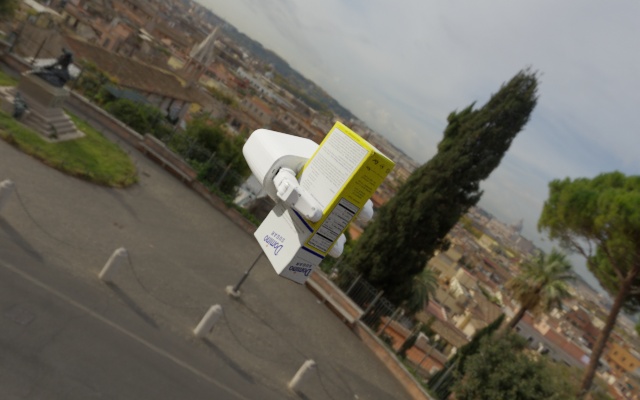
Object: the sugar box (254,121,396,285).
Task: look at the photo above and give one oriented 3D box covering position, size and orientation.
[{"bbox_3d":[0.000,0.002,0.562,0.048,0.176,0.093,28,13,-36],"label":"sugar box"}]
